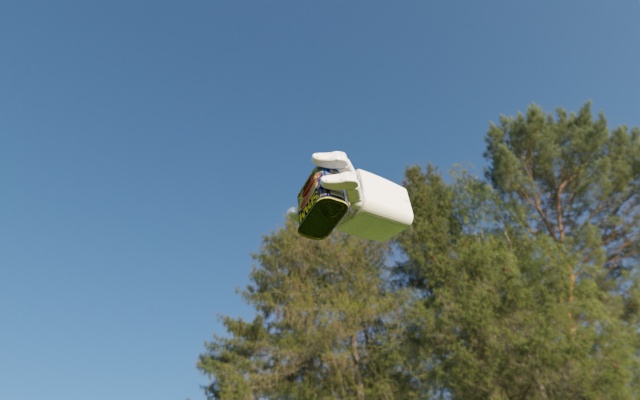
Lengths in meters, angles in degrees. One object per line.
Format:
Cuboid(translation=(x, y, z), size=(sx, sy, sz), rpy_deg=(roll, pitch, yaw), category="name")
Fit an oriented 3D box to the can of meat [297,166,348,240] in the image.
Cuboid(translation=(0.000, 0.002, 0.815), size=(0.057, 0.083, 0.102), rpy_deg=(17, -48, -22), category="can of meat")
